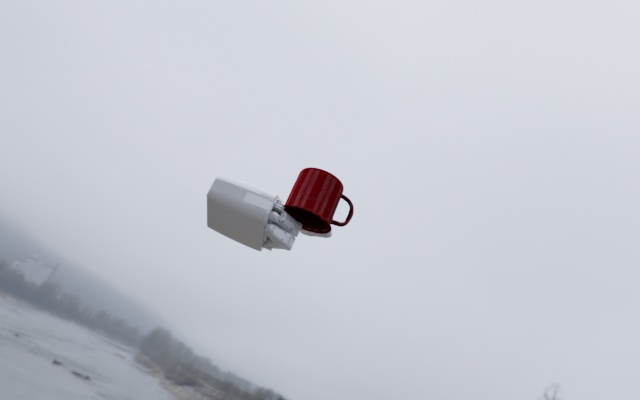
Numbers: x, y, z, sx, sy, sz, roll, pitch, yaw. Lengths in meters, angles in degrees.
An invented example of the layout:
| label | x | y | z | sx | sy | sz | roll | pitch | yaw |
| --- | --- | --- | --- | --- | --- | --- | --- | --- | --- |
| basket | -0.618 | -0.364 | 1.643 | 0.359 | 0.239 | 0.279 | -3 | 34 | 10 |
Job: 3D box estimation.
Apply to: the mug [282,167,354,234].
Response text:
| label | x | y | z | sx | sy | sz | roll | pitch | yaw |
| --- | --- | --- | --- | --- | --- | --- | --- | --- | --- |
| mug | 0.002 | 0.003 | 0.798 | 0.117 | 0.081 | 0.093 | 21 | -23 | 4 |
